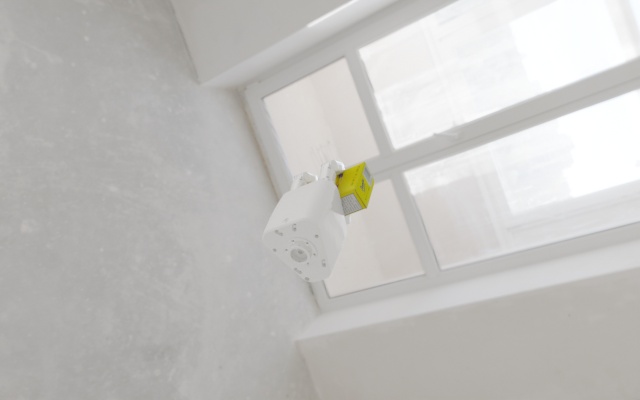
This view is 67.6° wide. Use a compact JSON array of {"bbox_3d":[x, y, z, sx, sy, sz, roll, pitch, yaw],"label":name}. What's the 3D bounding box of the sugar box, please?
[{"bbox_3d":[0.000,0.002,0.797,0.176,0.048,0.093,-20,24,26],"label":"sugar box"}]
